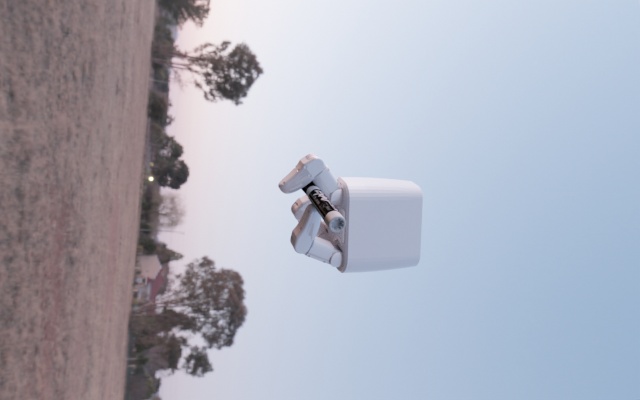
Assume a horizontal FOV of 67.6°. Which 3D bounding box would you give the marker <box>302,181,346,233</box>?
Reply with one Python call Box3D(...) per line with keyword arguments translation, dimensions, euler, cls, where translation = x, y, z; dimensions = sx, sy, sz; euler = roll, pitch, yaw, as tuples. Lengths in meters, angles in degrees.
Box3D(translation=(0.000, 0.002, 0.539), dimensions=(0.020, 0.020, 0.121), euler=(0, 22, -18), cls="marker")
